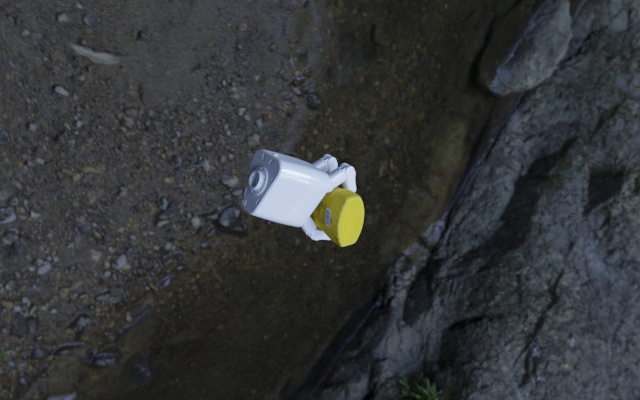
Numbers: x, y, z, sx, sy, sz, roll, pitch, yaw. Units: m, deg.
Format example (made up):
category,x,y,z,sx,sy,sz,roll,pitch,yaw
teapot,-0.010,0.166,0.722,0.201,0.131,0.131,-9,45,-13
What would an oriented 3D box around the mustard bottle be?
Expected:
category,x,y,z,sx,sy,sz,roll,pitch,yaw
mustard bottle,0.001,0.003,0.884,0.058,0.096,0.191,-13,29,-32
